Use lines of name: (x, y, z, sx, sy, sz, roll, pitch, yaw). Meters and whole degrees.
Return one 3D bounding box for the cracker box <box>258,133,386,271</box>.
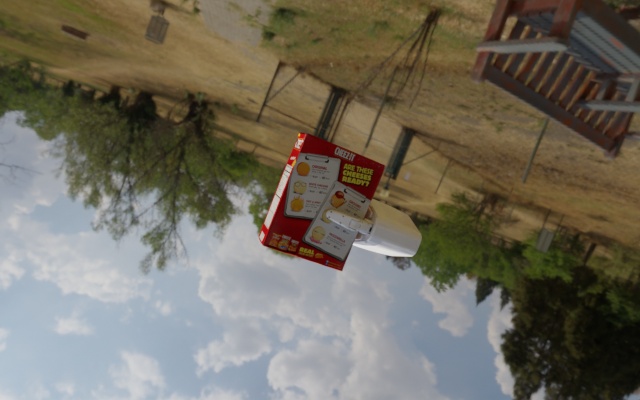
cracker box: (0.000, 0.003, 0.881, 0.164, 0.214, 0.072, 20, 4, -19)
